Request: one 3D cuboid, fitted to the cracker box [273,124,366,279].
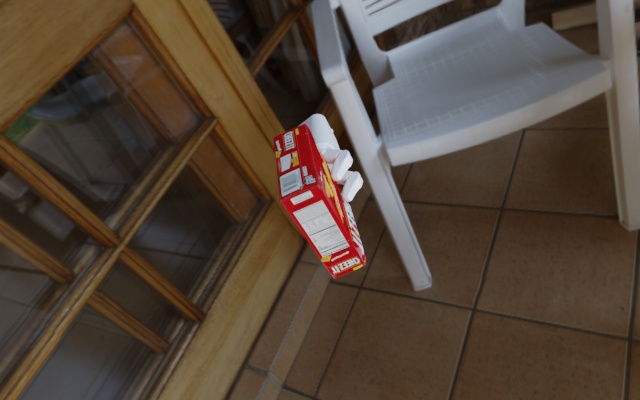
[{"bbox_3d":[0.000,0.003,0.811,0.072,0.164,0.214,-23,-48,10],"label":"cracker box"}]
